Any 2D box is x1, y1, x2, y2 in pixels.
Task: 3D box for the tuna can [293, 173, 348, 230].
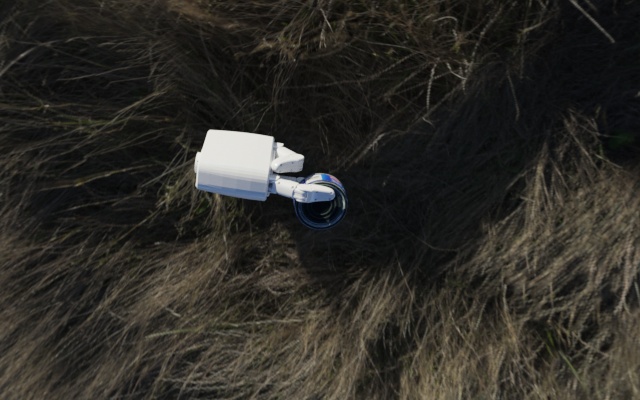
[{"bbox_3d":[0.000,0.003,0.754,0.086,0.086,0.033,0,23,-7],"label":"tuna can"}]
